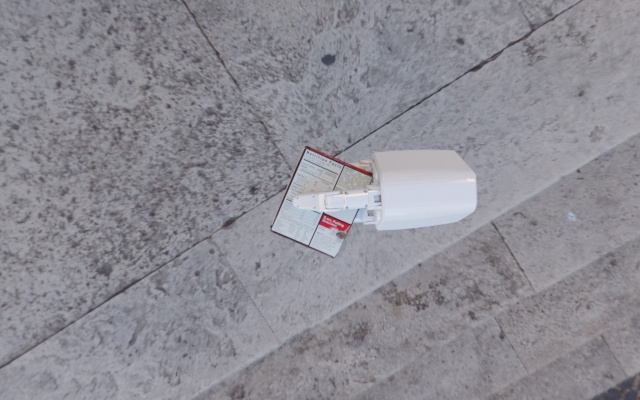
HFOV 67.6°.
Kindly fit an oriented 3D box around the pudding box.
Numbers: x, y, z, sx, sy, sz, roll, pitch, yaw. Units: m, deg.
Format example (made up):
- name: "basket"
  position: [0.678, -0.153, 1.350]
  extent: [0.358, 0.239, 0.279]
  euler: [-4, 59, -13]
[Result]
- name: "pudding box"
  position: [0.000, 0.002, 0.575]
  extent: [0.090, 0.113, 0.039]
  euler: [24, 5, -3]
